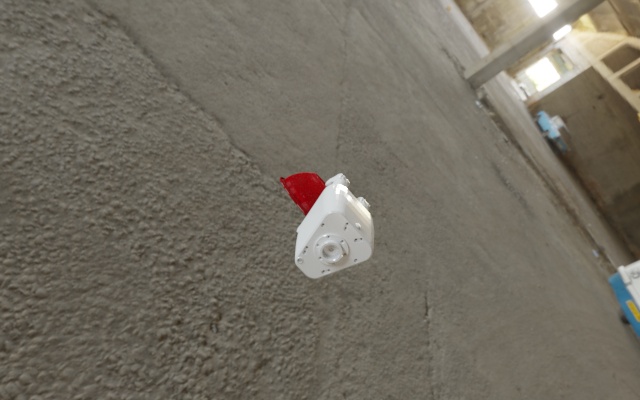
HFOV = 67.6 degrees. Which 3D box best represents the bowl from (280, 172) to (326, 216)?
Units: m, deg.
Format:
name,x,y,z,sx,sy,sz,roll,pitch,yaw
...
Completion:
name,x,y,z,sx,sy,sz,roll,pitch,yaw
bowl,0.000,0.002,0.856,0.055,0.162,0.162,-41,-4,4
